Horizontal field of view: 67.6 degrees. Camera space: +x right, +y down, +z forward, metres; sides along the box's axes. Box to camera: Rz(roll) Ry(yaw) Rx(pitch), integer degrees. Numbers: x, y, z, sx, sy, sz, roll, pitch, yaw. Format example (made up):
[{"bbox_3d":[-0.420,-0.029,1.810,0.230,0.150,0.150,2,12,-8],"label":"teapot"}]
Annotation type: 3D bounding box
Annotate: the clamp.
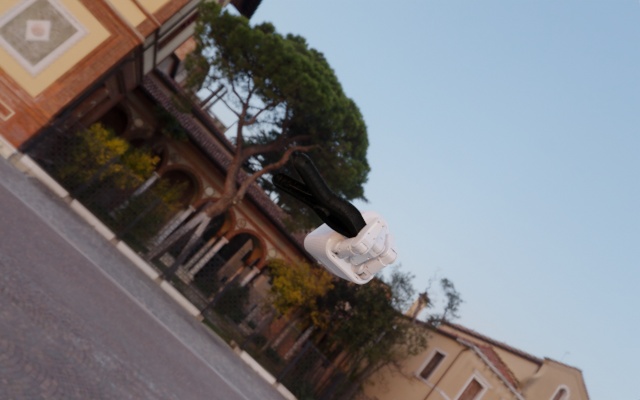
[{"bbox_3d":[0.001,0.002,0.718,0.171,0.039,0.120,47,-19,-16],"label":"clamp"}]
